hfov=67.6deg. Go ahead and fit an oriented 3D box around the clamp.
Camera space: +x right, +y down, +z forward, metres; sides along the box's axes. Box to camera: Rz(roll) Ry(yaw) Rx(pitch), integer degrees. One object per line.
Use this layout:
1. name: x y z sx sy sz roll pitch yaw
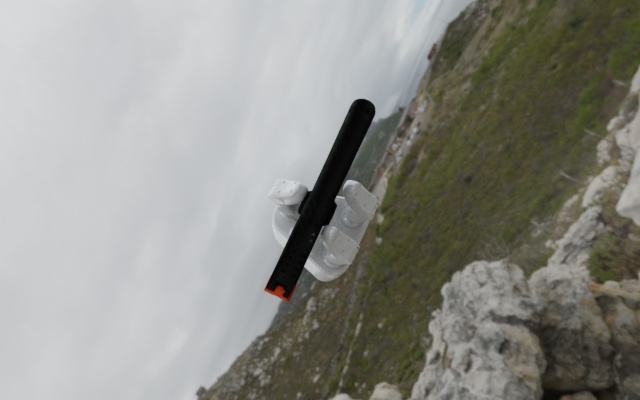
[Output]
1. clamp: -0.001 0.002 0.496 0.036 0.210 0.164 25 -17 3
